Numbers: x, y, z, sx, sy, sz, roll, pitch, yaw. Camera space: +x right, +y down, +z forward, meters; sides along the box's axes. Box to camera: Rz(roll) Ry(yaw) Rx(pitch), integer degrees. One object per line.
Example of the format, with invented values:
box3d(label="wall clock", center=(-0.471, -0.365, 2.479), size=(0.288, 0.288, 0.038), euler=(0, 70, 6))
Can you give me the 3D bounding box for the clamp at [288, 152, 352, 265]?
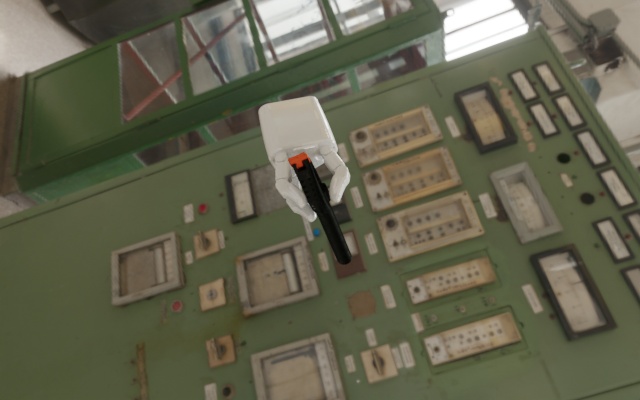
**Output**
box3d(label="clamp", center=(0.001, 0.002, 0.753), size=(0.036, 0.164, 0.210), euler=(-23, -30, 4))
